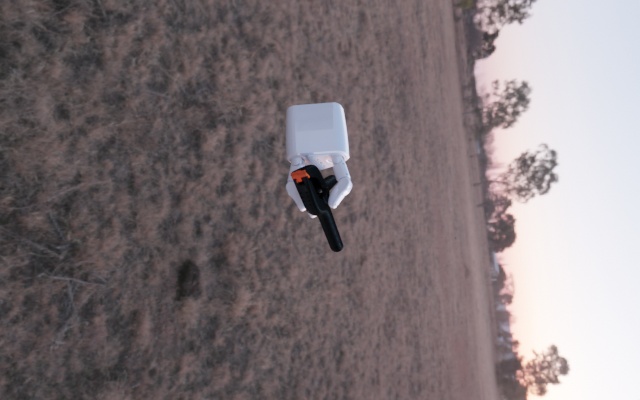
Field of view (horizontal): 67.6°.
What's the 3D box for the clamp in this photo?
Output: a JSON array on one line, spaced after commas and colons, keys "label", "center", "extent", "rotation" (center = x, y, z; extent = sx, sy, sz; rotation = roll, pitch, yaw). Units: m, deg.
[{"label": "clamp", "center": [0.001, 0.002, 0.885], "extent": [0.036, 0.164, 0.210], "rotation": [-12, -19, 17]}]
